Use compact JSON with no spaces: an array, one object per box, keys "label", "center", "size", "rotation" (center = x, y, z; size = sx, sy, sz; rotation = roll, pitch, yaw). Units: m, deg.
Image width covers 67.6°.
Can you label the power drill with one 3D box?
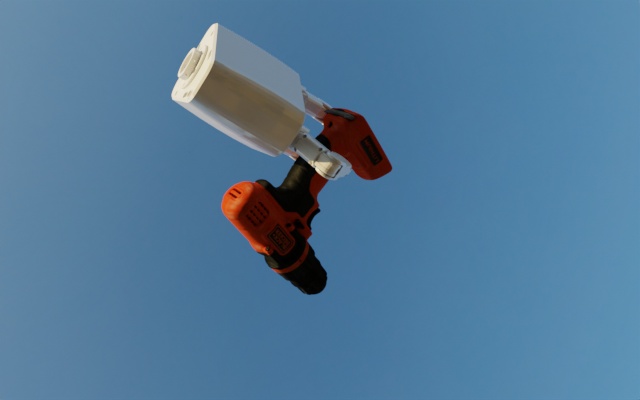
[{"label":"power drill","center":[0.000,0.001,0.551],"size":[0.057,0.187,0.184],"rotation":[25,-22,46]}]
